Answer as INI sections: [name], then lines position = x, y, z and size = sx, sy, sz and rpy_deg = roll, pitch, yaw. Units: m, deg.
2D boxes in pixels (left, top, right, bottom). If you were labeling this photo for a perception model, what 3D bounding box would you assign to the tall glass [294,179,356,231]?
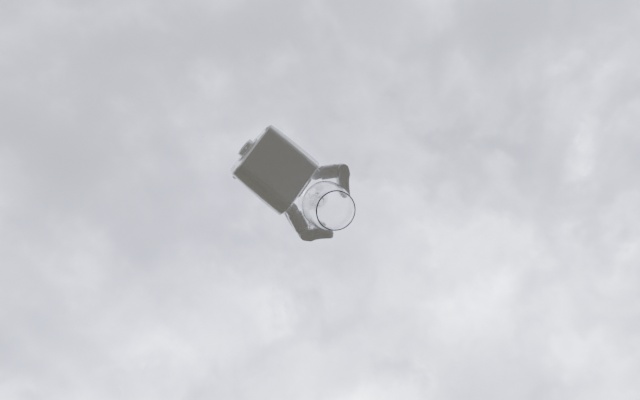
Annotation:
[tall glass]
position = 0.000, 0.003, 0.806
size = 0.079, 0.079, 0.201
rpy_deg = 0, 7, -14
